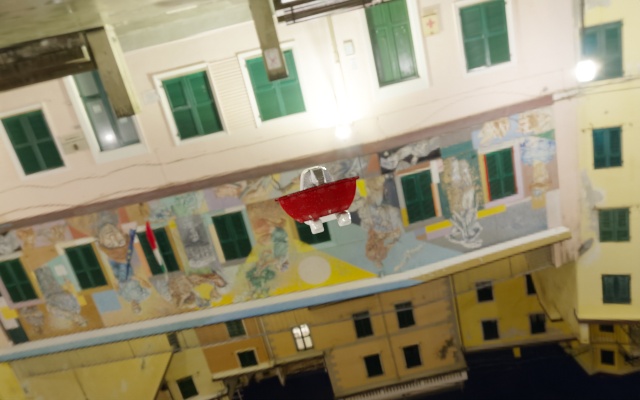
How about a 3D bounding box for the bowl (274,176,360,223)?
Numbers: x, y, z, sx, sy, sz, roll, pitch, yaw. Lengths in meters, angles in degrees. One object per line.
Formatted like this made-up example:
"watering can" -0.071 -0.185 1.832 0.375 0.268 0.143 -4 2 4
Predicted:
"bowl" 0.000 0.003 0.874 0.162 0.055 0.162 -15 -2 0
